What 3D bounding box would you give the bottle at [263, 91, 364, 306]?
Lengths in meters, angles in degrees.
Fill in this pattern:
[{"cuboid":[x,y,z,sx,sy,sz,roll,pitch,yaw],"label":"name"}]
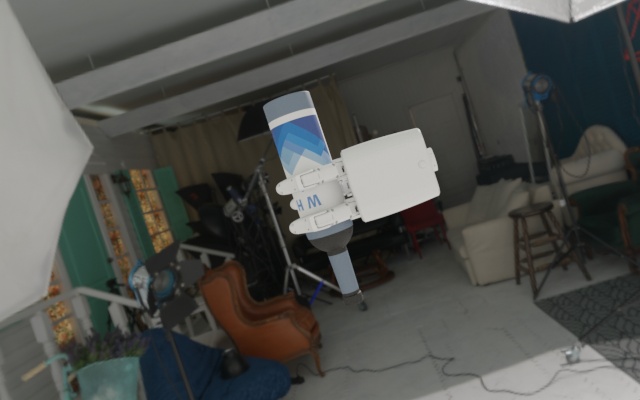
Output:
[{"cuboid":[0.000,0.002,0.656,0.069,0.296,0.069,-19,3,1],"label":"bottle"}]
